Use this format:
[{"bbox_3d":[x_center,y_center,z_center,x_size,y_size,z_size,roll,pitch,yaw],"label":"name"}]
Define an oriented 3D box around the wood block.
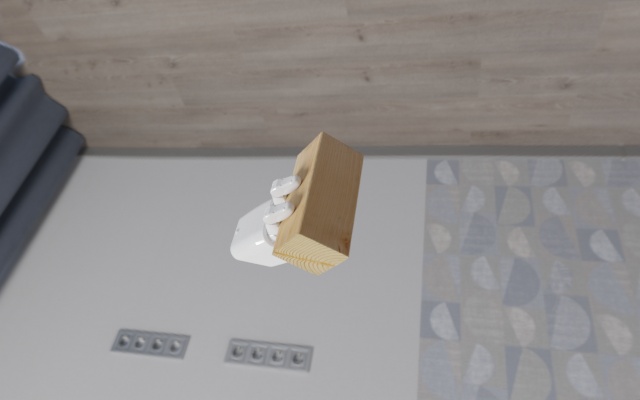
[{"bbox_3d":[0.000,0.003,0.780,0.091,0.206,0.090,28,-39,-21],"label":"wood block"}]
